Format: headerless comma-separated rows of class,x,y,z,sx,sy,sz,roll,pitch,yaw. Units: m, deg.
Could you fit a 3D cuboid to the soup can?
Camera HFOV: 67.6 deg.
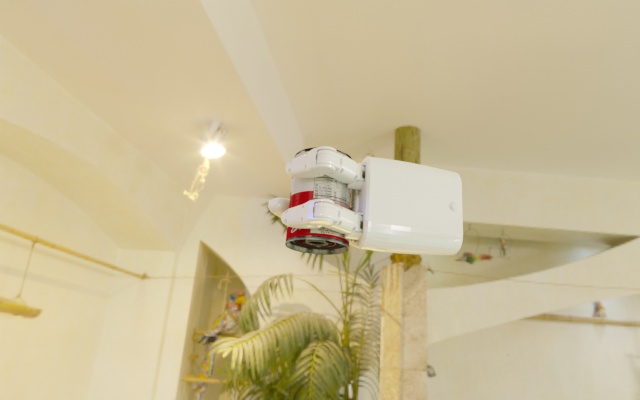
soup can,0.000,0.001,0.519,0.068,0.102,0.068,4,-18,1
